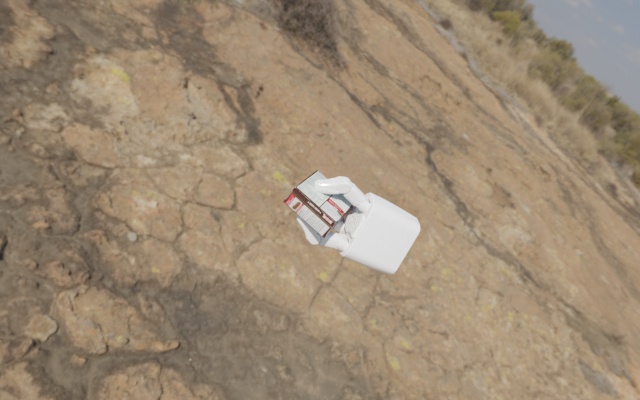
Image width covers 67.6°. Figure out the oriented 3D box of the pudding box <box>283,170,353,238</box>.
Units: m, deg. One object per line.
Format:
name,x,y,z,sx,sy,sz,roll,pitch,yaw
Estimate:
pudding box,0.000,0.003,0.793,0.090,0.039,0.113,41,24,3
